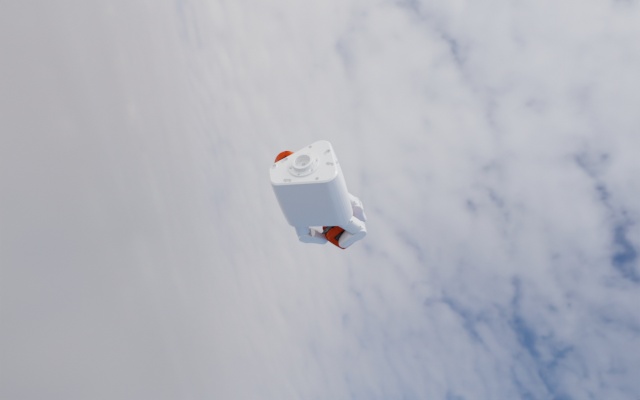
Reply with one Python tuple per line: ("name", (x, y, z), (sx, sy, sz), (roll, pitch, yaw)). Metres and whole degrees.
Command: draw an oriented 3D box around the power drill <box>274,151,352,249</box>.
("power drill", (0.000, 0.003, 0.899), (0.057, 0.187, 0.184), (-42, -25, 5))
